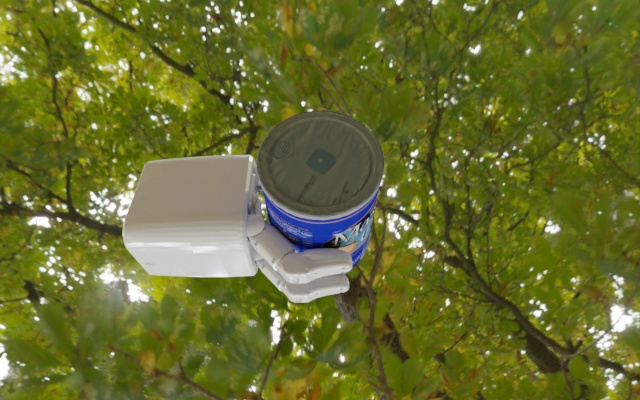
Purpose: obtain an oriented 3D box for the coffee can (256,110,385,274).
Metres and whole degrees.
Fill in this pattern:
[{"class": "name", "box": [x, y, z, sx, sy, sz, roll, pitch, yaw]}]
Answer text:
[{"class": "coffee can", "box": [0.000, 0.001, 0.441, 0.103, 0.102, 0.140, 0, -29, 0]}]
